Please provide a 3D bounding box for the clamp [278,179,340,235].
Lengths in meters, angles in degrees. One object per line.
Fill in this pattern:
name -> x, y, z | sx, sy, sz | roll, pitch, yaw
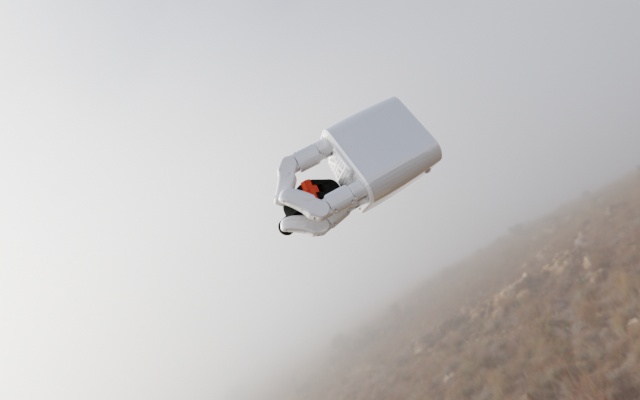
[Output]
clamp -> 0.000, 0.002, 0.644 | 0.120, 0.039, 0.171 | -28, -9, -12
